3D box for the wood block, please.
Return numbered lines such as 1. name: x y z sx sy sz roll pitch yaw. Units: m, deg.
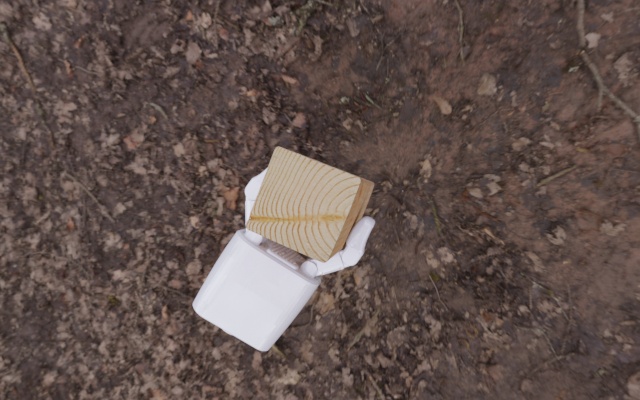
1. wood block: 0.000 0.002 0.556 0.091 0.090 0.206 23 5 9
